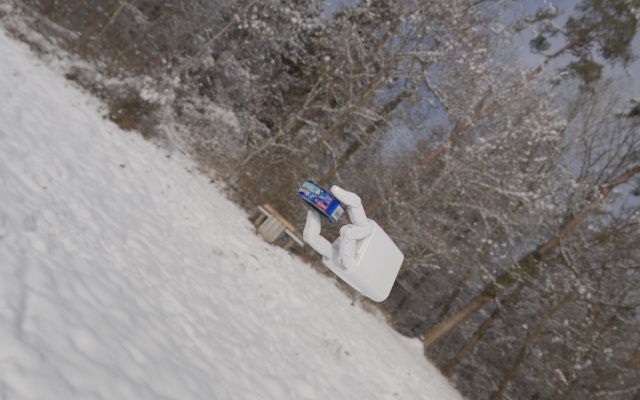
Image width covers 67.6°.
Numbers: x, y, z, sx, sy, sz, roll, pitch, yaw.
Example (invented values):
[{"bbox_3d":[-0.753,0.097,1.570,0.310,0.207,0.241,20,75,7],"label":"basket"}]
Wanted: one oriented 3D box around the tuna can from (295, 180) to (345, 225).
[{"bbox_3d":[0.000,0.002,0.821,0.086,0.033,0.086,36,-7,5],"label":"tuna can"}]
